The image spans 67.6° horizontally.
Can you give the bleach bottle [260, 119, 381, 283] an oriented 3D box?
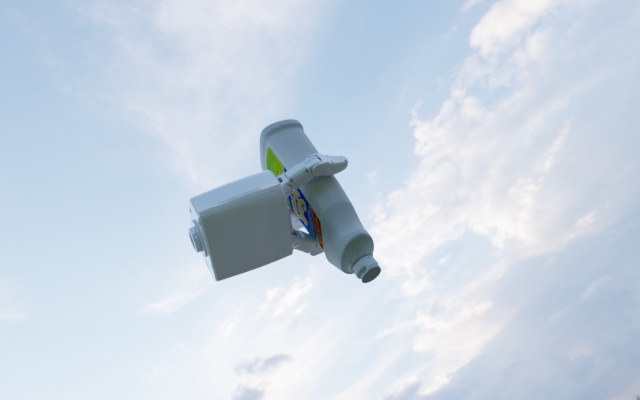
[{"bbox_3d":[0.000,0.002,0.632,0.068,0.103,0.250,-19,50,-23],"label":"bleach bottle"}]
